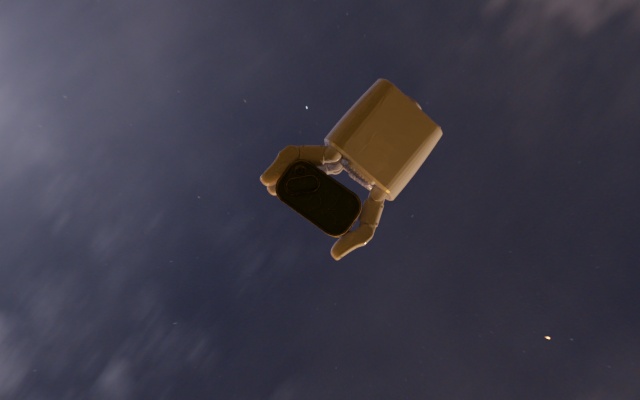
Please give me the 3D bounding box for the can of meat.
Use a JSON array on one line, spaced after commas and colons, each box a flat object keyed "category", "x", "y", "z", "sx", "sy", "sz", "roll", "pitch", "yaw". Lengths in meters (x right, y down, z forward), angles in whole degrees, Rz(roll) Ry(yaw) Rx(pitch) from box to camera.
[{"category": "can of meat", "x": 0.000, "y": 0.002, "z": 0.594, "sx": 0.102, "sy": 0.057, "sz": 0.084, "roll": 35, "pitch": -4, "yaw": 8}]
